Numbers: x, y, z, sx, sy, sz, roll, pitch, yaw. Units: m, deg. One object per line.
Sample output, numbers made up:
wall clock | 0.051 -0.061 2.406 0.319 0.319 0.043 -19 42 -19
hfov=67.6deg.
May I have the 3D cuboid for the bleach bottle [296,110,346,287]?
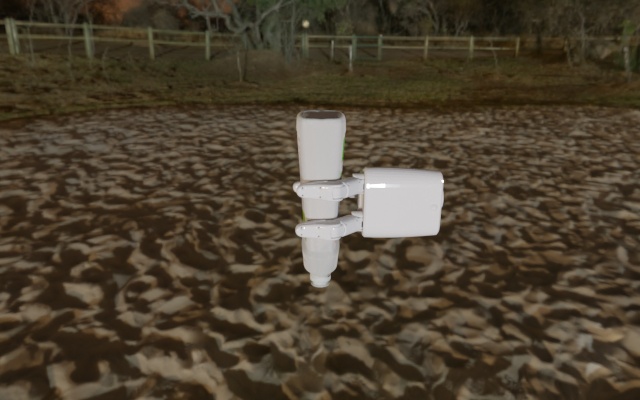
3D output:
bleach bottle | 0.000 0.002 0.688 0.068 0.251 0.102 0 18 -1
